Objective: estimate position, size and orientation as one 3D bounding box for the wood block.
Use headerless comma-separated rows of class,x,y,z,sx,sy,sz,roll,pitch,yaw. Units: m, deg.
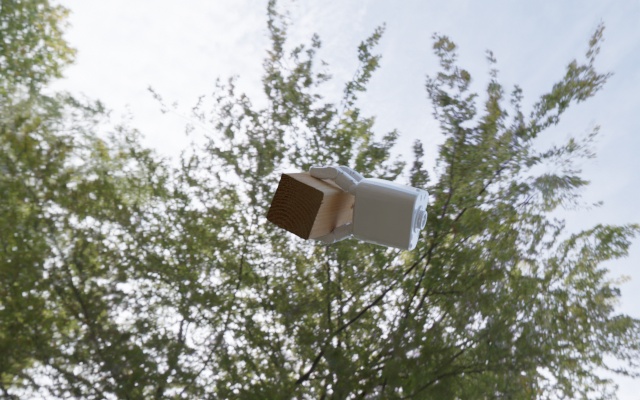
wood block,0.000,0.003,0.890,0.090,0.091,0.206,26,14,22
